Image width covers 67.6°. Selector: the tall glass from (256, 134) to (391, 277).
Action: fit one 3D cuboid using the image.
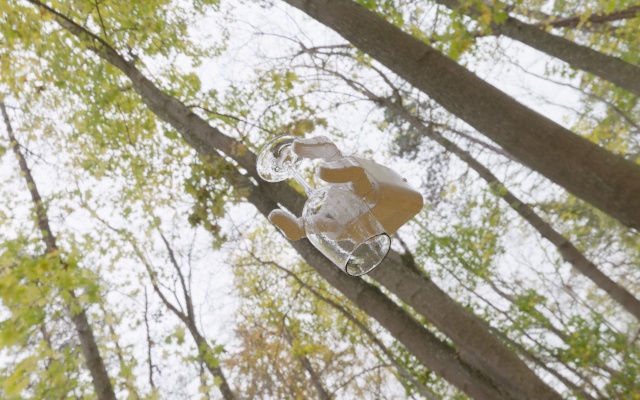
[{"bbox_3d":[0.000,0.002,0.578,0.079,0.079,0.201,0,36,-40],"label":"tall glass"}]
